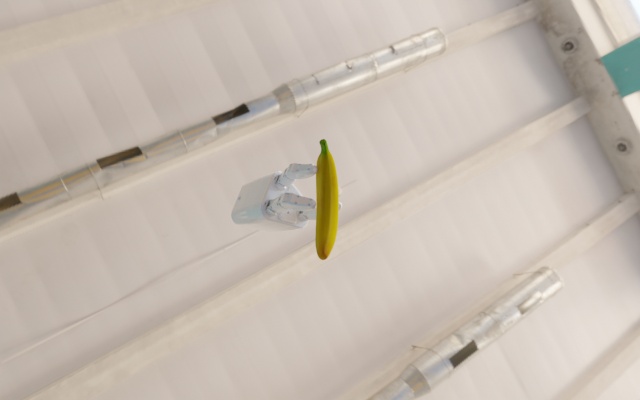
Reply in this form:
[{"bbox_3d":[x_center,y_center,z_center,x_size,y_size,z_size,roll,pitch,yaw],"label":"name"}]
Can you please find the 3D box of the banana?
[{"bbox_3d":[0.007,0.002,0.798,0.037,0.197,0.069,-6,-12,21],"label":"banana"}]
